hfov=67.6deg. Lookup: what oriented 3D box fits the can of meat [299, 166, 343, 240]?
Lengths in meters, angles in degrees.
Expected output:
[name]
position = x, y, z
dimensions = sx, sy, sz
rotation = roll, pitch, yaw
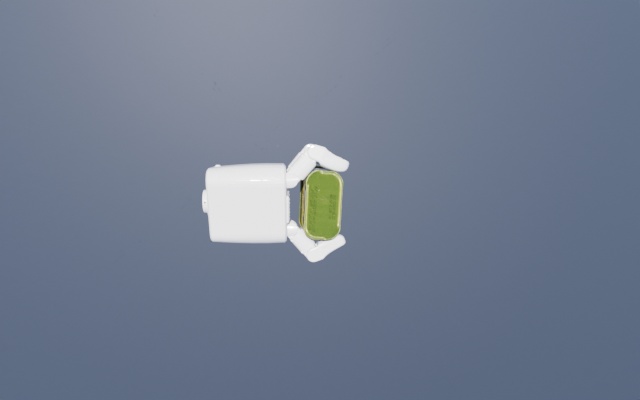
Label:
[can of meat]
position = 0.000, 0.002, 0.688
dimensions = 0.057, 0.102, 0.084
rotation = 2, 6, -5
